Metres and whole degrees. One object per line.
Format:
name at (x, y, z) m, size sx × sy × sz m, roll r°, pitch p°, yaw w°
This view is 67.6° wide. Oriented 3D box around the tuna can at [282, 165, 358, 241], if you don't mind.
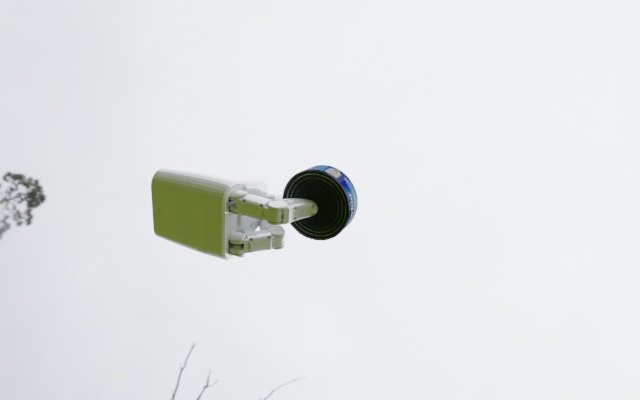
tuna can at (0.000, 0.002, 0.565) m, size 0.086 × 0.086 × 0.033 m, roll 0°, pitch 16°, yaw 25°
